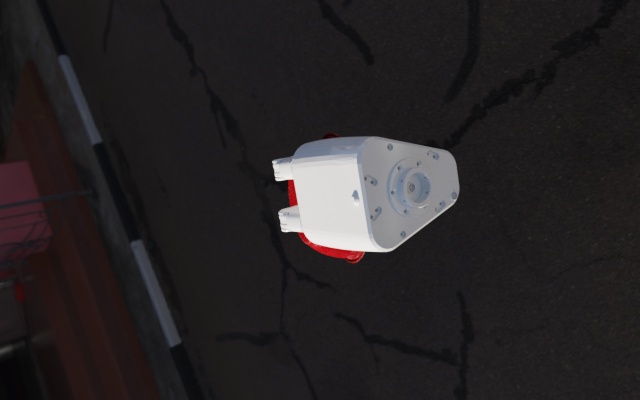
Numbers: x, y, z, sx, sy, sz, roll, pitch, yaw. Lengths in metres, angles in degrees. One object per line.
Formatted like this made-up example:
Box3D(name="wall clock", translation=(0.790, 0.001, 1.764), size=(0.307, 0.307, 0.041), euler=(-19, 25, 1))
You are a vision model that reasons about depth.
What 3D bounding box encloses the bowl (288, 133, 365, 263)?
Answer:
Box3D(name="bowl", translation=(-0.001, 0.002, 0.581), size=(0.055, 0.162, 0.162), euler=(-11, 3, -17))
